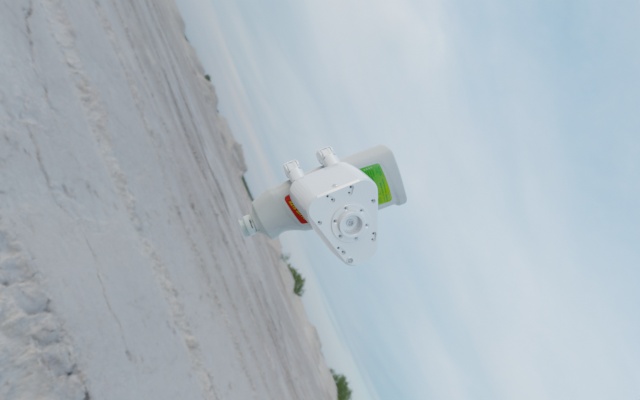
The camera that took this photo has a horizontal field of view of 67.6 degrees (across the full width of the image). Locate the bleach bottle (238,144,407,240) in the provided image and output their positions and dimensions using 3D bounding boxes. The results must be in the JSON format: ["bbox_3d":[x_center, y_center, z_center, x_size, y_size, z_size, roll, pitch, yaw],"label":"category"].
[{"bbox_3d":[0.000,0.002,0.731,0.251,0.102,0.068,-22,18,-7],"label":"bleach bottle"}]
